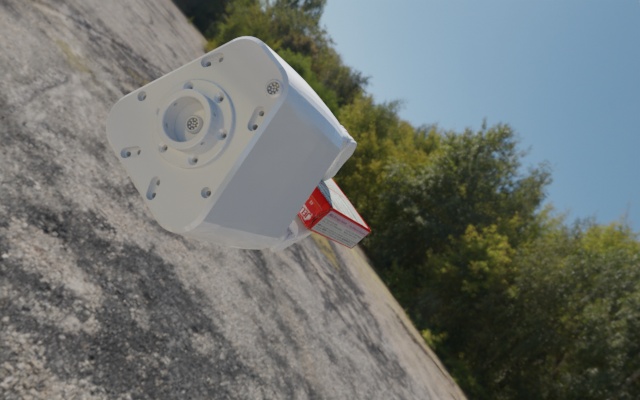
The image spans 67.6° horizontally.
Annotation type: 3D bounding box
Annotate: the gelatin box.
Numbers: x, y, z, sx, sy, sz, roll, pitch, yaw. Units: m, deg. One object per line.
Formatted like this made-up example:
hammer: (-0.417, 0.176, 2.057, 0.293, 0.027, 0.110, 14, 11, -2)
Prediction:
gelatin box: (0.001, 0.001, 0.434, 0.030, 0.073, 0.089, -43, -31, 12)
